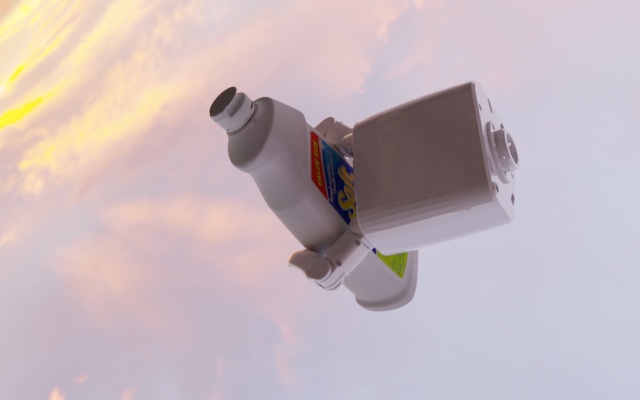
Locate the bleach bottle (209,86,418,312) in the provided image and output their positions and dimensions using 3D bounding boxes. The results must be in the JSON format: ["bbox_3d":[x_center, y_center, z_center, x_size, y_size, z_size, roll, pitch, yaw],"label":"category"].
[{"bbox_3d":[0.000,0.001,0.422,0.068,0.102,0.251,-17,-43,34],"label":"bleach bottle"}]
